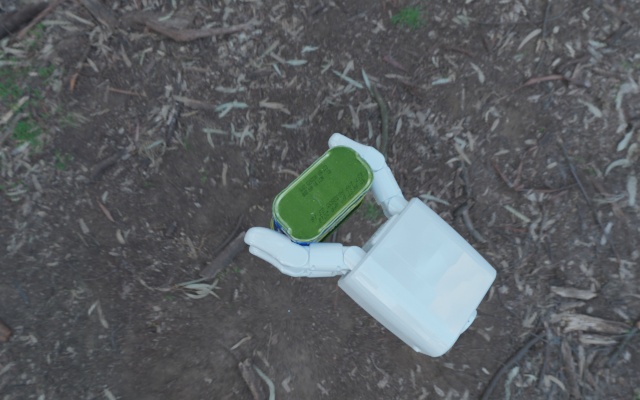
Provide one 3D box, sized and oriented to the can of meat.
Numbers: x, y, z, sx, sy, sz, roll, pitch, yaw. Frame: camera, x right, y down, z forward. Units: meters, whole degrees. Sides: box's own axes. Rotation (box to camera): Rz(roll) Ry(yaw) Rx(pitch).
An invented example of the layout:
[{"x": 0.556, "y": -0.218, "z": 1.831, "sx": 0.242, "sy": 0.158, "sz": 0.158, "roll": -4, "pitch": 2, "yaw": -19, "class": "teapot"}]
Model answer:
[{"x": 0.000, "y": 0.001, "z": 0.456, "sx": 0.102, "sy": 0.057, "sz": 0.084, "roll": -43, "pitch": -6, "yaw": -12, "class": "can of meat"}]
